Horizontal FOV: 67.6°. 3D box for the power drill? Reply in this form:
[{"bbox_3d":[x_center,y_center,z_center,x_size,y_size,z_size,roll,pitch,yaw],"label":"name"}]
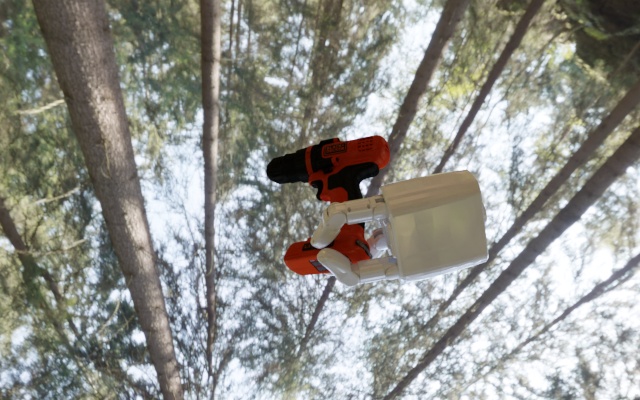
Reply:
[{"bbox_3d":[0.000,0.002,0.635,0.184,0.187,0.057,-10,-34,24],"label":"power drill"}]
